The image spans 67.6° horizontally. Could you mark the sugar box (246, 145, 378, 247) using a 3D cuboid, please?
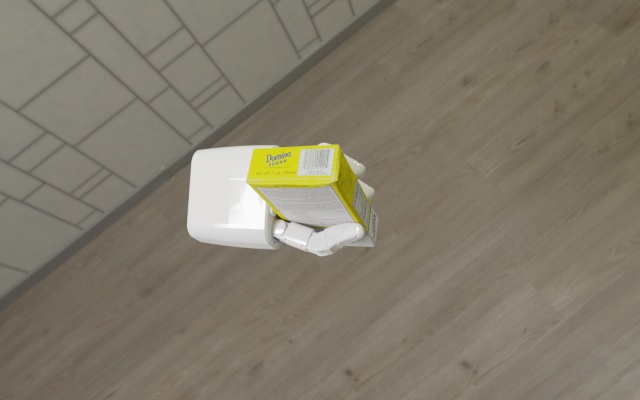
[{"bbox_3d":[0.000,0.001,0.524,0.093,0.048,0.176,1,-22,19],"label":"sugar box"}]
